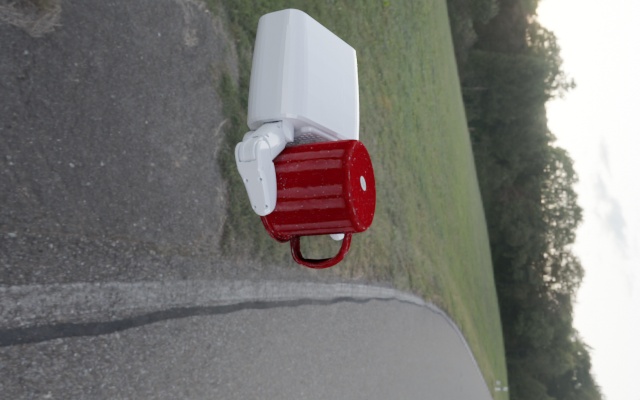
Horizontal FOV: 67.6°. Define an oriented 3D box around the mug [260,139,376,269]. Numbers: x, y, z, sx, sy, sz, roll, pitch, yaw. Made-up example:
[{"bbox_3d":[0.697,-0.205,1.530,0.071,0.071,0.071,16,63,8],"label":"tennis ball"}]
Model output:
[{"bbox_3d":[0.000,0.003,0.421,0.081,0.117,0.093,-4,-14,22],"label":"mug"}]
